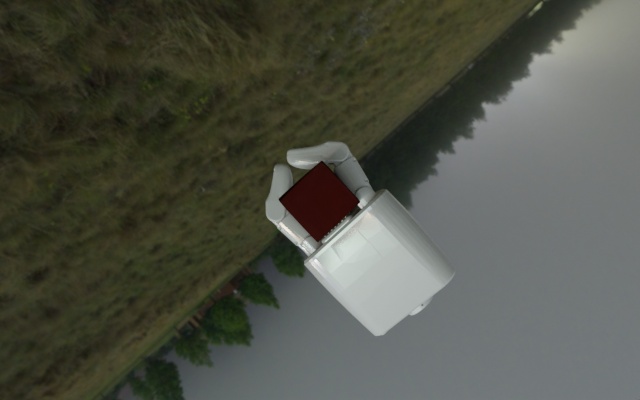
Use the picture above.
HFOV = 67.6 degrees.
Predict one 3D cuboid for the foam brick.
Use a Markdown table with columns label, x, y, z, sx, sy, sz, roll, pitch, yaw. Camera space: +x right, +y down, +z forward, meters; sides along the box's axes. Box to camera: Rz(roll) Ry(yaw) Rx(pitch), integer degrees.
| label | x | y | z | sx | sy | sz | roll | pitch | yaw |
| --- | --- | --- | --- | --- | --- | --- | --- | --- | --- |
| foam brick | 0.000 | 0.001 | 0.446 | 0.053 | 0.051 | 0.078 | -42 | -2 | 0 |
